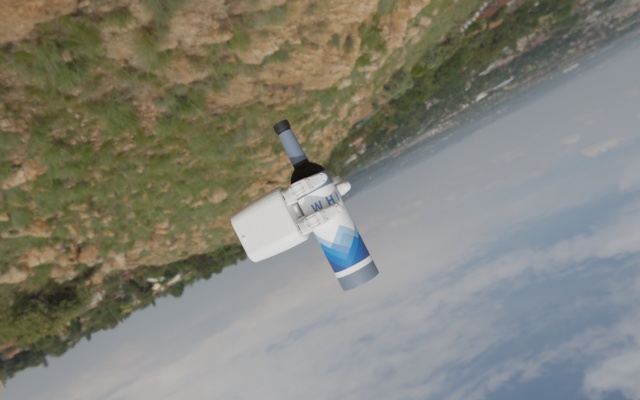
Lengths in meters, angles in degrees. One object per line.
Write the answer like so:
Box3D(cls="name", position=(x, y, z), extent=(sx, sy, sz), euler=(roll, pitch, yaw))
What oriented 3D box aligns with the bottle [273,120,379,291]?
Box3D(cls="bottle", position=(0.000, 0.003, 0.790), extent=(0.069, 0.295, 0.069), euler=(-27, -1, -1))
